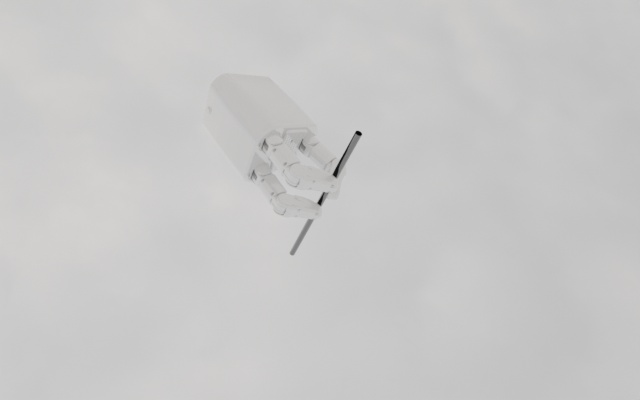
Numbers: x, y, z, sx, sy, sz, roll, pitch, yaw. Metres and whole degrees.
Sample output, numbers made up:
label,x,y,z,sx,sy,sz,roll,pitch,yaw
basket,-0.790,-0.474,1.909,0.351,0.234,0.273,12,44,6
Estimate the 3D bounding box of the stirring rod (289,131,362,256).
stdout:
label,x,y,z,sx,sy,sz,roll,pitch,yaw
stirring rod,0.000,0.002,0.590,0.011,0.011,0.240,0,-37,-25
